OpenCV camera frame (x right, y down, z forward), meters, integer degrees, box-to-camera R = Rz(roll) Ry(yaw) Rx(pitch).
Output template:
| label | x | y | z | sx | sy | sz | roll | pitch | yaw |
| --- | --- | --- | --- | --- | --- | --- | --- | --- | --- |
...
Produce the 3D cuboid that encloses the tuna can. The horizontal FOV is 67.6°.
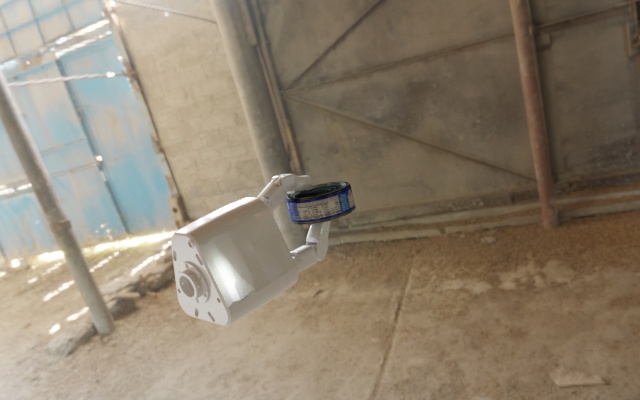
| label | x | y | z | sx | sy | sz | roll | pitch | yaw |
| --- | --- | --- | --- | --- | --- | --- | --- | --- | --- |
| tuna can | 0.000 | 0.001 | 0.612 | 0.086 | 0.034 | 0.086 | -12 | 11 | 2 |
